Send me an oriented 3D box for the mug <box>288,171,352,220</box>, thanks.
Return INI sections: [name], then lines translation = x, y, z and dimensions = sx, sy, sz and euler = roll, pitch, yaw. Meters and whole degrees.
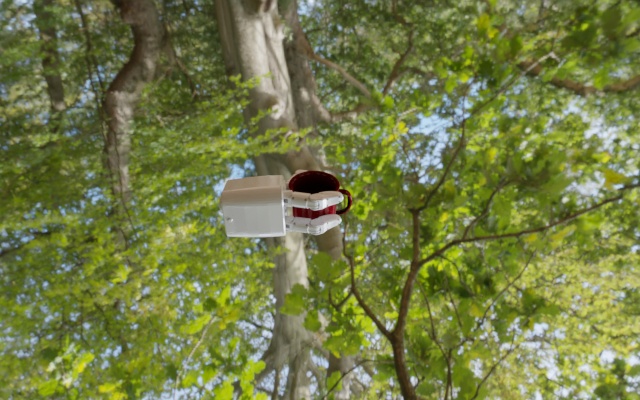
[mug]
translation = 0.002, 0.003, 0.887
dimensions = 0.117, 0.082, 0.093
euler = -1, 36, -3
